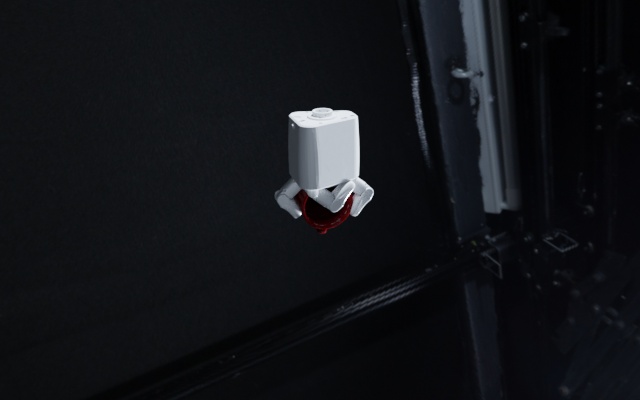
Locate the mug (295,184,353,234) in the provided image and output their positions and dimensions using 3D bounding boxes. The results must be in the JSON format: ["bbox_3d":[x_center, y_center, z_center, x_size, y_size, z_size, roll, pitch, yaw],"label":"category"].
[{"bbox_3d":[0.000,0.004,0.860,0.093,0.117,0.081,-9,27,-16],"label":"mug"}]
